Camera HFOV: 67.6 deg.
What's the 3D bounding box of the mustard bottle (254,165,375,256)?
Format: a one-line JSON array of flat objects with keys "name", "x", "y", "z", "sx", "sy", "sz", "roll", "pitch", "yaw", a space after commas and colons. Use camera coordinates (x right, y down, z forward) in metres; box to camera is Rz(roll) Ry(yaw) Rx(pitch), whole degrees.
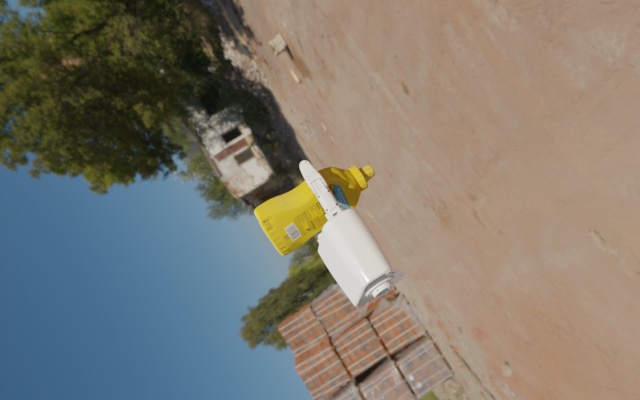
[{"name": "mustard bottle", "x": 0.000, "y": 0.002, "z": 0.739, "sx": 0.191, "sy": 0.096, "sz": 0.058, "roll": -32, "pitch": 41, "yaw": -4}]
